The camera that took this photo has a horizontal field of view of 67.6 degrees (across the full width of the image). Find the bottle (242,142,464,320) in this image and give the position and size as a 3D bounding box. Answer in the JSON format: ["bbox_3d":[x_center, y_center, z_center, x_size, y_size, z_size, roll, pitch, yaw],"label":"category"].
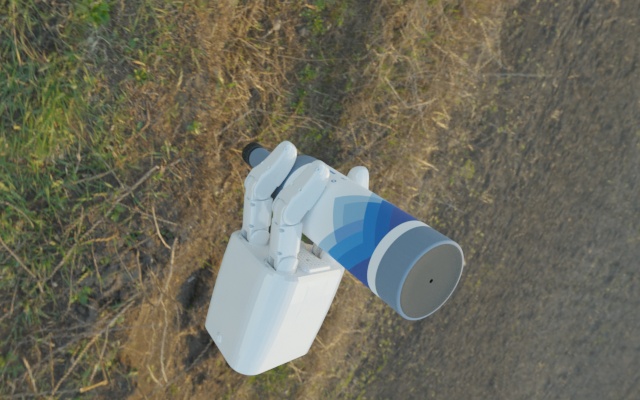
[{"bbox_3d":[0.000,0.002,0.454,0.069,0.069,0.295,0,23,-37],"label":"bottle"}]
